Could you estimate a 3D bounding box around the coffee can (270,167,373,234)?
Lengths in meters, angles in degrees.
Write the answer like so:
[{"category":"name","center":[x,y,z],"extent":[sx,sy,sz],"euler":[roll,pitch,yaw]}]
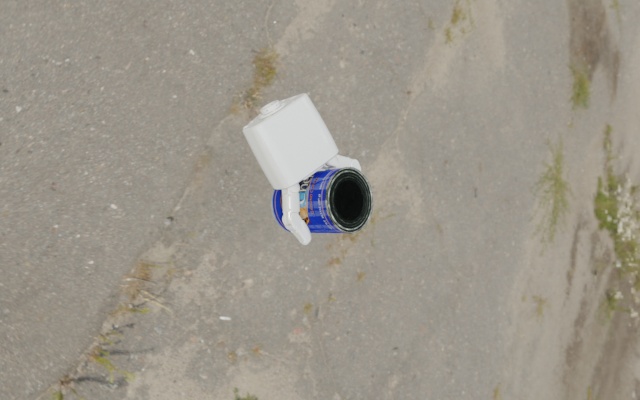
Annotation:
[{"category":"coffee can","center":[0.000,0.003,0.776],"extent":[0.103,0.103,0.140],"euler":[0,-2,-42]}]
